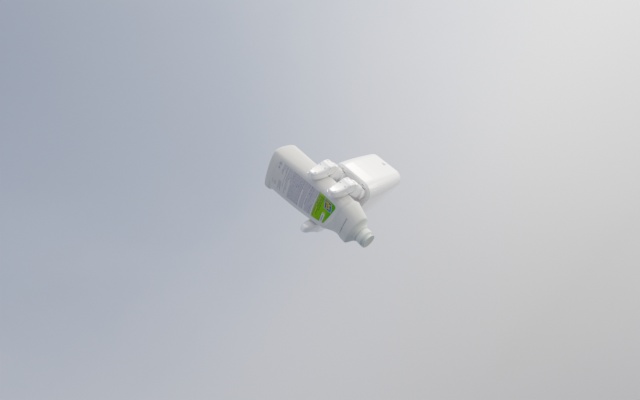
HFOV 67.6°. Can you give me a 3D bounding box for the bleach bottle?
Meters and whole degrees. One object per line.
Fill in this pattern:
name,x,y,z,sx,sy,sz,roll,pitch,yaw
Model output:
bleach bottle,0.000,0.003,0.898,0.068,0.103,0.250,-21,53,-41
